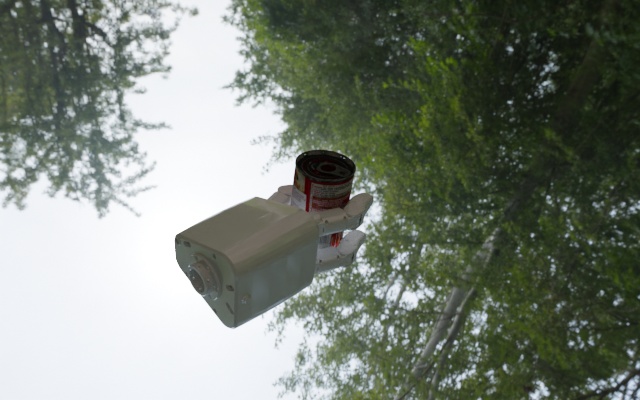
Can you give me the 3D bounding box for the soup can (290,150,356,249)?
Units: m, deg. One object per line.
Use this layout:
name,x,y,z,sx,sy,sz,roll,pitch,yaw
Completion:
soup can,0.000,0.002,0.554,0.068,0.102,0.068,5,33,-3
